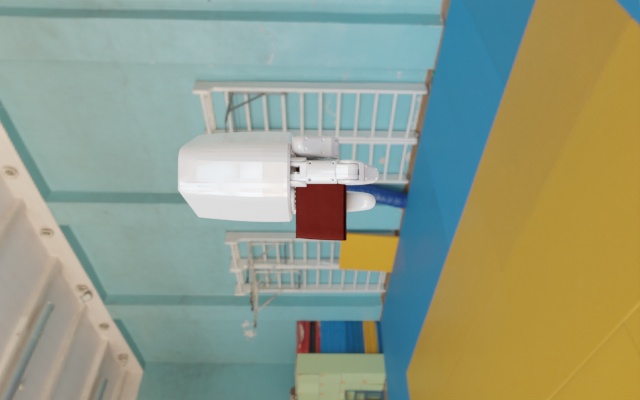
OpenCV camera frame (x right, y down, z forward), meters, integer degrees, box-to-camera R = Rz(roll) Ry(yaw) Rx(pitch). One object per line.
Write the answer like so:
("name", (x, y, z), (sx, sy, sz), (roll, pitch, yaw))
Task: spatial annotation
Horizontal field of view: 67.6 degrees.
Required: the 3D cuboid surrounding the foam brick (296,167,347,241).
("foam brick", (0.000, 0.002, 0.498), (0.051, 0.078, 0.053), (0, -1, -2))
